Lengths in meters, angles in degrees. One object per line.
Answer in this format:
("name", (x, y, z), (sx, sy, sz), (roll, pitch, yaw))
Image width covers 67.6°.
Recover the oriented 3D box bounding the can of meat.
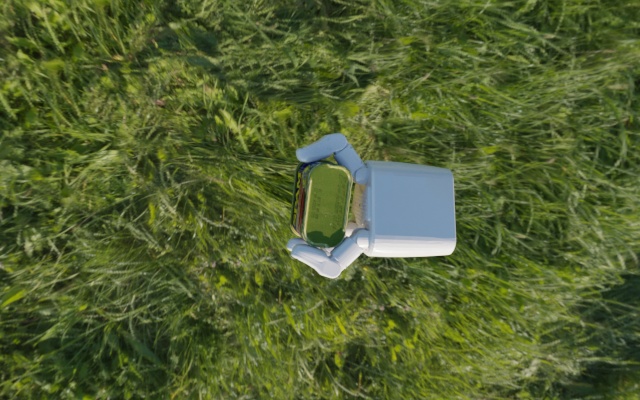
("can of meat", (0.000, 0.002, 0.574), (0.057, 0.102, 0.084), (5, 5, -12))
